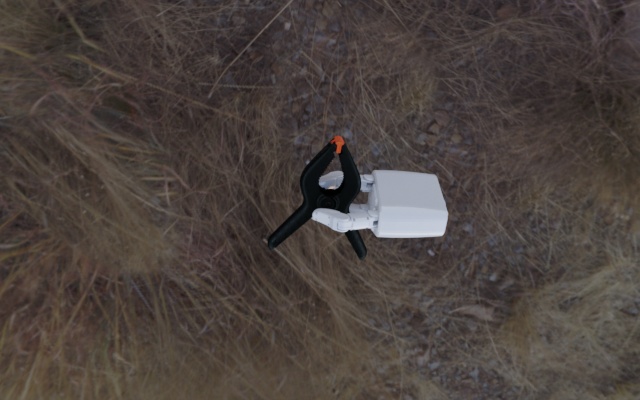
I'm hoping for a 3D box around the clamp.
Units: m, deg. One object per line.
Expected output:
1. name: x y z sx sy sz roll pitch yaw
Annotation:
1. clamp: 0.000 0.002 0.746 0.164 0.210 0.036 1 26 -5
